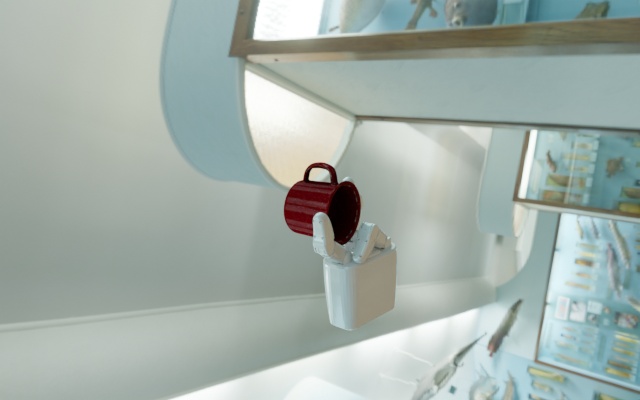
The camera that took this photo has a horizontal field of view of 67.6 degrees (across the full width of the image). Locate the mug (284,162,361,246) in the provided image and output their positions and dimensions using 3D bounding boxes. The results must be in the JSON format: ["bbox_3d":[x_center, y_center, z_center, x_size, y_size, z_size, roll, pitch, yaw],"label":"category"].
[{"bbox_3d":[0.000,0.001,0.691,0.081,0.117,0.093,9,23,34],"label":"mug"}]
